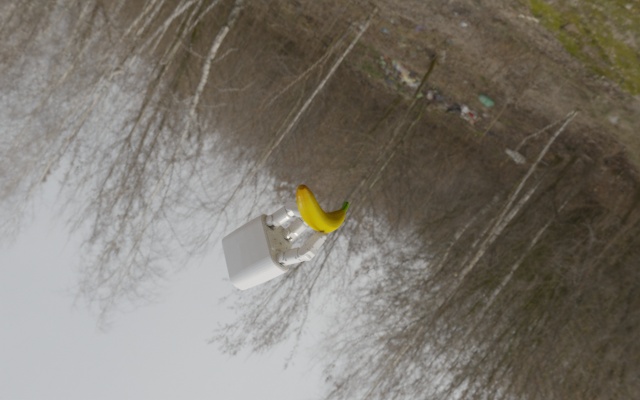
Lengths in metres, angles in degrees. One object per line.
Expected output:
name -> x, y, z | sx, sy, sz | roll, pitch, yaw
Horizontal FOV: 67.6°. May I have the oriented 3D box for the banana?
banana -> 0.000, 0.022, 0.852 | 0.037, 0.069, 0.198 | 1, -8, 24
